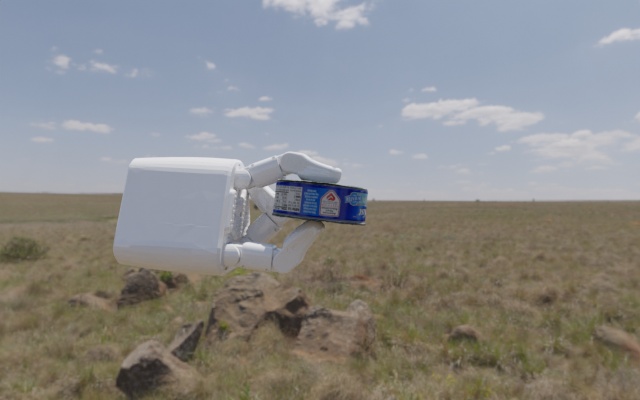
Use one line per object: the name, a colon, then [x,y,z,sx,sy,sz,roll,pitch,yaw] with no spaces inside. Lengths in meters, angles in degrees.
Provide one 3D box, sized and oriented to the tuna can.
tuna can: [0.000,0.001,0.436,0.086,0.034,0.086,6,0,0]
